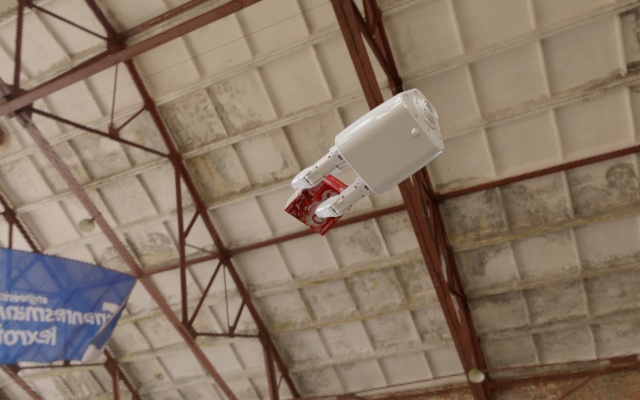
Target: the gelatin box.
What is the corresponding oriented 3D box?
[{"bbox_3d":[0.000,0.002,0.708,0.073,0.089,0.030,34,37,-11],"label":"gelatin box"}]
